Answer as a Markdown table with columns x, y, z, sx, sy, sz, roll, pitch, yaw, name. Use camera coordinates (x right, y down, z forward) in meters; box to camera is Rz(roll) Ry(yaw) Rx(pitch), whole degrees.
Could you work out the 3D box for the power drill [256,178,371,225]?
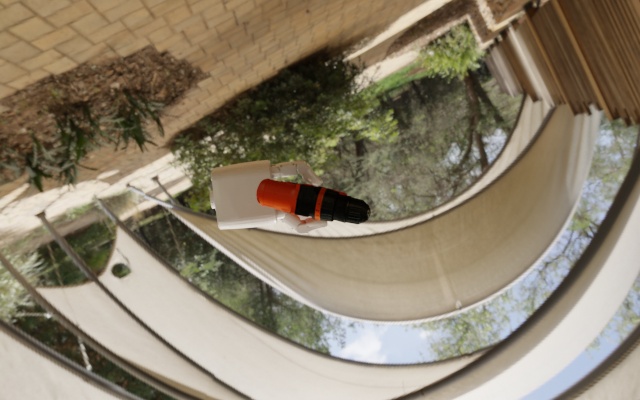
| x | y | z | sx | sy | sz | roll | pitch | yaw | name |
| --- | --- | --- | --- | --- | --- | --- | --- | --- | --- |
| 0.000 | 0.003 | 0.821 | 0.184 | 0.057 | 0.187 | 14 | 0 | 10 | power drill |
